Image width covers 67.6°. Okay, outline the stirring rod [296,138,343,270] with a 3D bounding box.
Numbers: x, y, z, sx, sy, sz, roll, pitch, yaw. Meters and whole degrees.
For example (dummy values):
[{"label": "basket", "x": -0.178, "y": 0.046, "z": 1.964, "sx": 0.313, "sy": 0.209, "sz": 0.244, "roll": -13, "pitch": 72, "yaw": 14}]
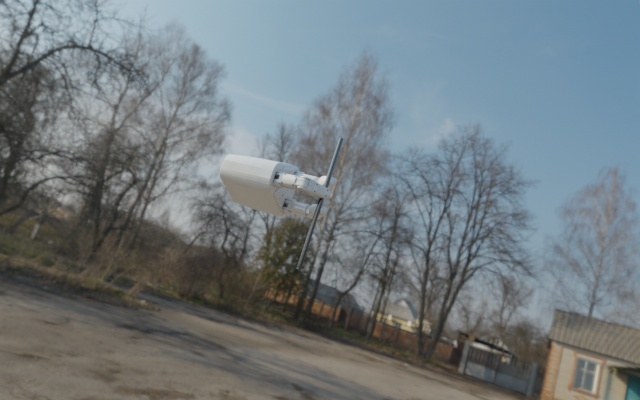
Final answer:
[{"label": "stirring rod", "x": 0.000, "y": 0.003, "z": 0.817, "sx": 0.011, "sy": 0.239, "sz": 0.011, "roll": 17, "pitch": -12, "yaw": 4}]
